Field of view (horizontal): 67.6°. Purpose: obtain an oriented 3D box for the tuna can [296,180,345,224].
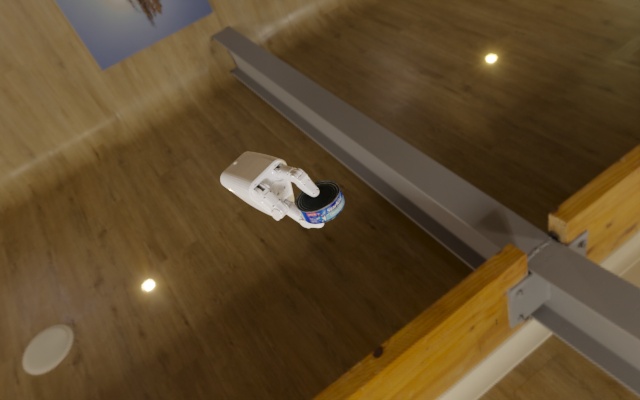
[{"bbox_3d":[0.000,0.003,0.868,0.086,0.034,0.086,-17,36,13],"label":"tuna can"}]
